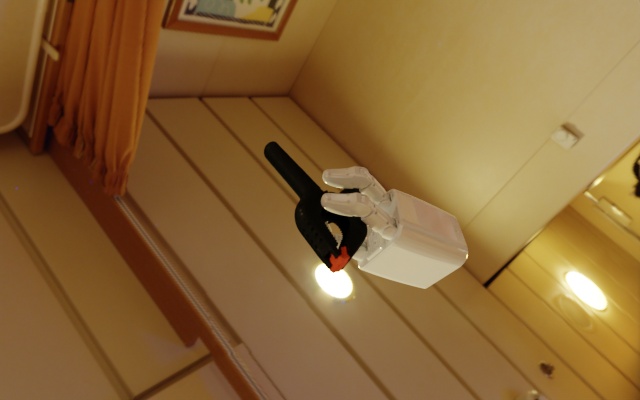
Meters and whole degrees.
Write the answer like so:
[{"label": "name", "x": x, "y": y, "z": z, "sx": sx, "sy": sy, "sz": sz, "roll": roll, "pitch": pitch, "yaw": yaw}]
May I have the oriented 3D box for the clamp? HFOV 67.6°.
[{"label": "clamp", "x": 0.000, "y": 0.003, "z": 0.609, "sx": 0.164, "sy": 0.036, "sz": 0.209, "roll": 19, "pitch": 35, "yaw": -15}]
